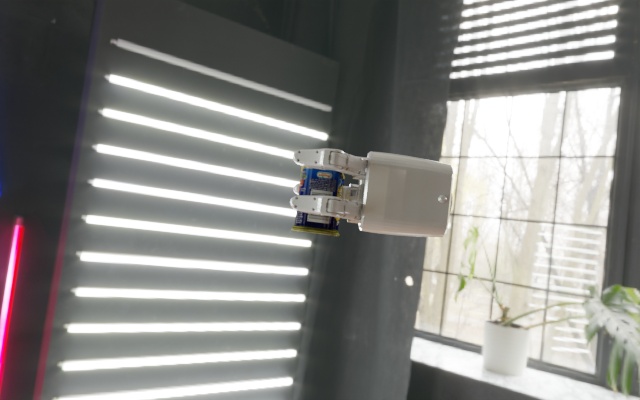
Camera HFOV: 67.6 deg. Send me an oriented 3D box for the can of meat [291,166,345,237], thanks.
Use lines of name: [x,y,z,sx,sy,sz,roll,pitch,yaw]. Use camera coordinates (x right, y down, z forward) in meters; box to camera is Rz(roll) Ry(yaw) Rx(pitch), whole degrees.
can of meat: [0.000,0.002,0.620,0.057,0.084,0.102,7,-4,5]
